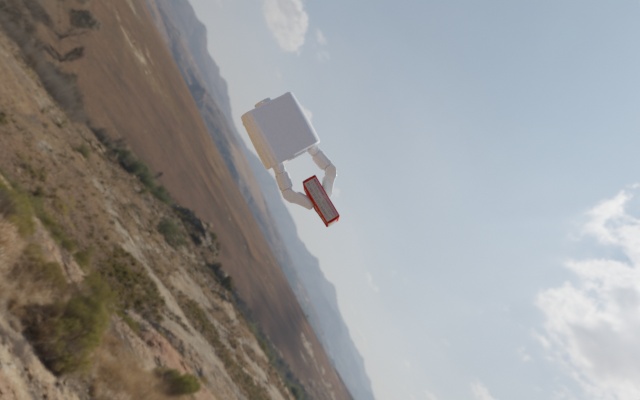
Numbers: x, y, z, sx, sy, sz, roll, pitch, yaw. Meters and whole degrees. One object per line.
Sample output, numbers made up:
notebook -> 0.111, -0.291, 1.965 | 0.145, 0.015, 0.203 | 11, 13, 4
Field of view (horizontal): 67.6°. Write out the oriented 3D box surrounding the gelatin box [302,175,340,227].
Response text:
gelatin box -> 0.001, 0.003, 0.873 | 0.030, 0.089, 0.073 | -31, -7, -5
